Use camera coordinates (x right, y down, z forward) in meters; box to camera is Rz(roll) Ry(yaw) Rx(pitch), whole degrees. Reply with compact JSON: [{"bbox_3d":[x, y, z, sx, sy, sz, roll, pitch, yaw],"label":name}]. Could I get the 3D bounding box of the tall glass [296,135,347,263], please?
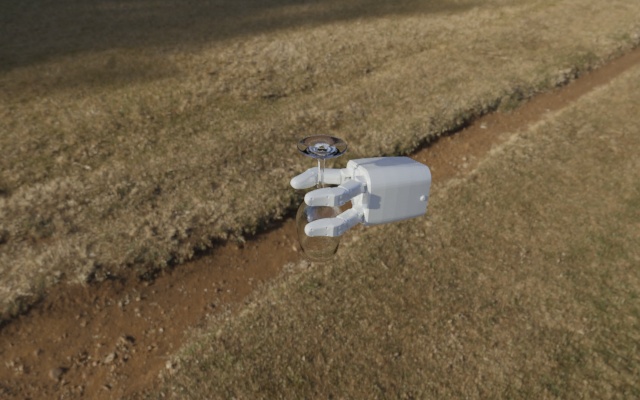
[{"bbox_3d":[0.000,0.002,0.756,0.079,0.201,0.079,1,33,-1],"label":"tall glass"}]
